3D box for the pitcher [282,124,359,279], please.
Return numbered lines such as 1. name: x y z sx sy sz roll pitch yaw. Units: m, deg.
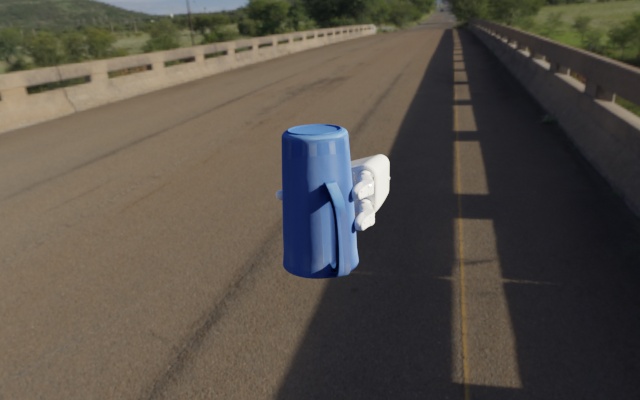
1. pitcher: 0.000 0.003 0.797 0.149 0.243 0.145 6 21 24
